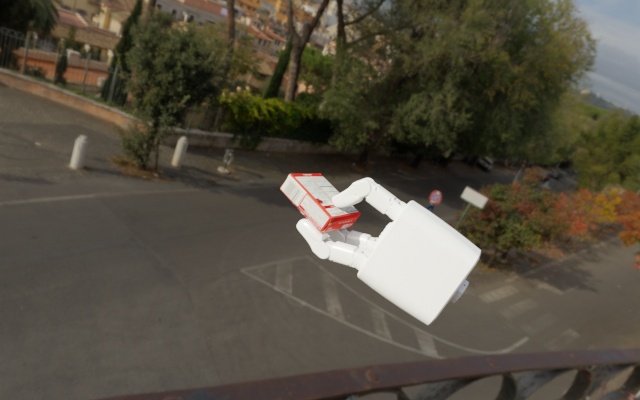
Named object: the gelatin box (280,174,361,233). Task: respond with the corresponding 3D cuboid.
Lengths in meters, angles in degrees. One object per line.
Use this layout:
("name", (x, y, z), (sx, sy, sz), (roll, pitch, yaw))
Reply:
("gelatin box", (0.000, 0.002, 0.641), (0.089, 0.030, 0.073), (46, 26, 22))
